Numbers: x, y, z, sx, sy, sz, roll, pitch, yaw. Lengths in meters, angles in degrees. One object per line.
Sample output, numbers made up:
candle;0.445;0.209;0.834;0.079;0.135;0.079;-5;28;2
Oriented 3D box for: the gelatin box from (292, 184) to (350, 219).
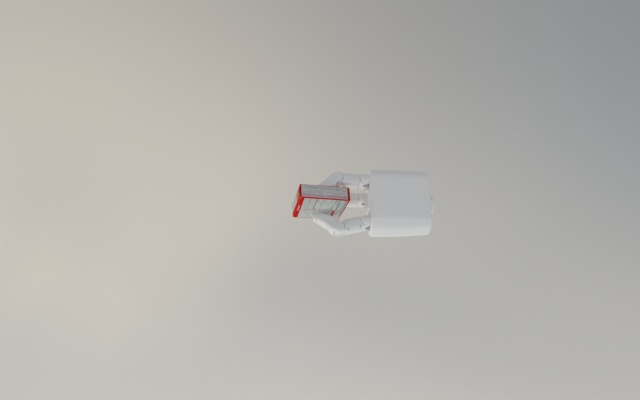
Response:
gelatin box;0.000;0.003;0.832;0.089;0.030;0.073;3;-30;-13
